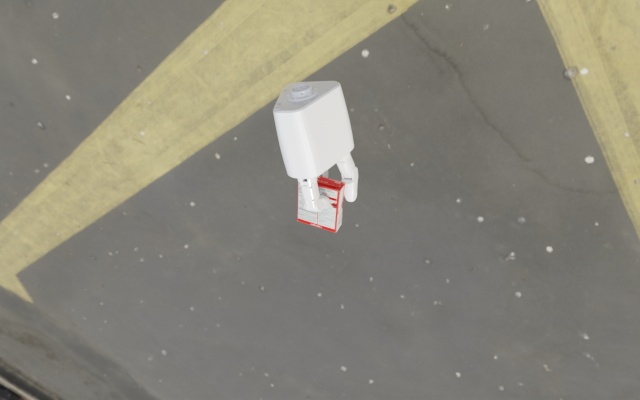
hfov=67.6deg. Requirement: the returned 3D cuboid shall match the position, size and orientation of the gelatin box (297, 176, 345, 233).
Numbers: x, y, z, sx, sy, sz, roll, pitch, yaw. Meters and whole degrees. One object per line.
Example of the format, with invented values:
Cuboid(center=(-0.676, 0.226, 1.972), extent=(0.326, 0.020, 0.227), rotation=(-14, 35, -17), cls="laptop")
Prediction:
Cuboid(center=(0.000, 0.003, 0.794), extent=(0.073, 0.089, 0.030), rotation=(16, 37, 17), cls="gelatin box")
